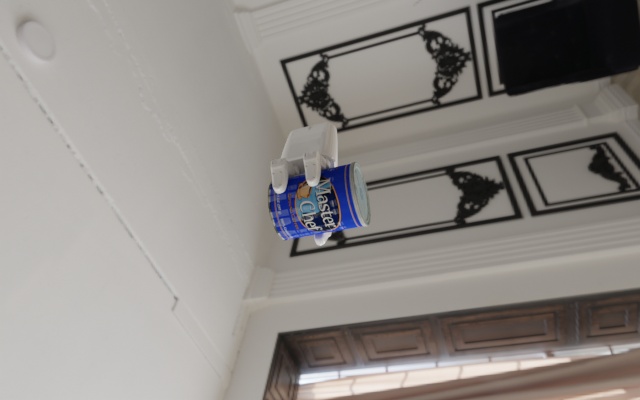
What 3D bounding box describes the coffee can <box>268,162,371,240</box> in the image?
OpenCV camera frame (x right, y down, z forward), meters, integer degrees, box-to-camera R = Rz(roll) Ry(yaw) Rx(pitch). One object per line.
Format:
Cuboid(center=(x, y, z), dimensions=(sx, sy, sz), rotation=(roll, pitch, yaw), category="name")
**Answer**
Cuboid(center=(0.000, 0.003, 0.766), dimensions=(0.140, 0.103, 0.103), rotation=(-11, -3, 15), category="coffee can")
